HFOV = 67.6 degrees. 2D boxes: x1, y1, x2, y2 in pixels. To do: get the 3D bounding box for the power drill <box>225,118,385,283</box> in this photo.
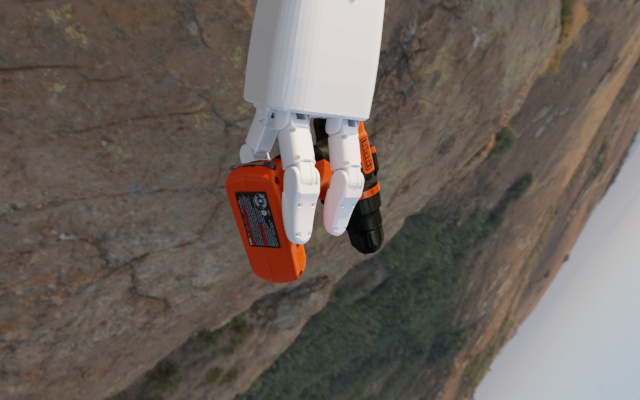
[{"bbox_3d":[0.000,0.001,0.469,0.057,0.184,0.187,-4,21,34],"label":"power drill"}]
